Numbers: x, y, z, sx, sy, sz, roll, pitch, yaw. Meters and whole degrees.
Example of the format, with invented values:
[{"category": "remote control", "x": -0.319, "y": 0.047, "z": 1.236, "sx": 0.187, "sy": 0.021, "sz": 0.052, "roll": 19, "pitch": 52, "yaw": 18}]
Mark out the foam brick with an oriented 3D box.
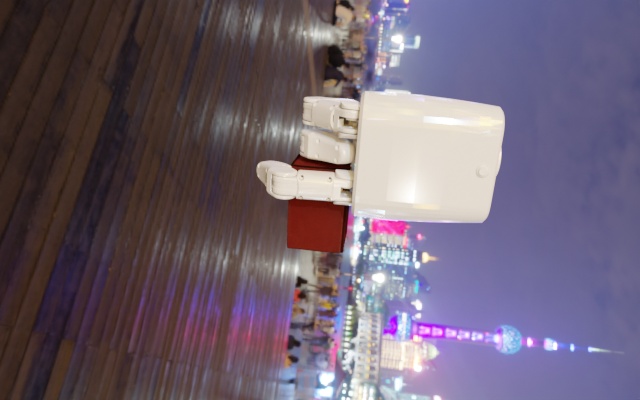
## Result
[{"category": "foam brick", "x": 0.000, "y": 0.002, "z": 0.428, "sx": 0.051, "sy": 0.078, "sz": 0.053, "roll": 5, "pitch": 18, "yaw": 5}]
